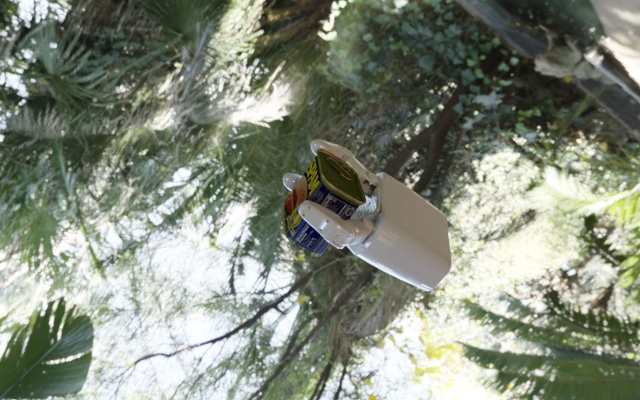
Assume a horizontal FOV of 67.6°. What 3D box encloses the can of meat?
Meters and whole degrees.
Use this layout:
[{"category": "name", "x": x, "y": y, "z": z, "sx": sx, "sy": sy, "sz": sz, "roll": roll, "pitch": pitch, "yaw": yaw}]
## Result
[{"category": "can of meat", "x": 0.000, "y": 0.002, "z": 0.540, "sx": 0.057, "sy": 0.084, "sz": 0.102, "roll": 29, "pitch": 22, "yaw": -19}]
